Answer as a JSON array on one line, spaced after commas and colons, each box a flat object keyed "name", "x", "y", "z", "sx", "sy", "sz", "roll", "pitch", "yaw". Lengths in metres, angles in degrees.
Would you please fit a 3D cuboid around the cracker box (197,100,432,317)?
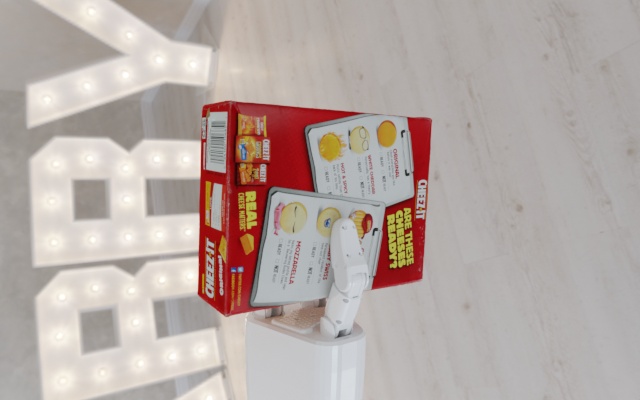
[{"name": "cracker box", "x": 0.000, "y": 0.001, "z": 0.434, "sx": 0.213, "sy": 0.164, "sz": 0.072, "roll": -3, "pitch": 9, "yaw": -35}]
